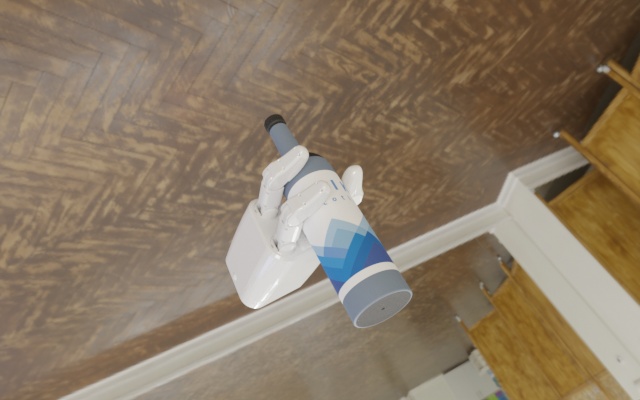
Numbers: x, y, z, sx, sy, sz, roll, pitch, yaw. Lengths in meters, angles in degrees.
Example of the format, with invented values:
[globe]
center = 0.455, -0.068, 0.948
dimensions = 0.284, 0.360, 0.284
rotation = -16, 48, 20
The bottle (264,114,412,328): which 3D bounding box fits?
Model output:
[bottle]
center = 0.000, 0.002, 0.552
dimensions = 0.069, 0.295, 0.069
rotation = -20, -35, -15
